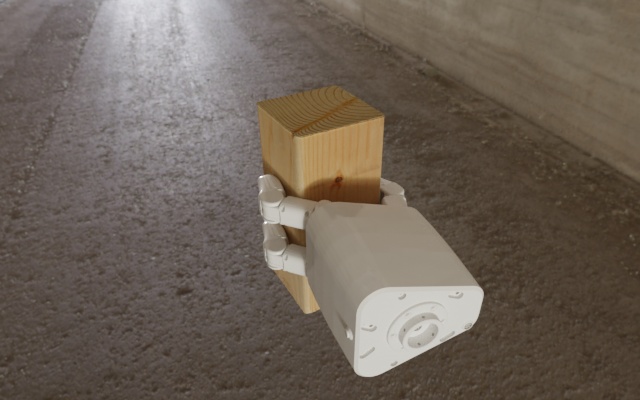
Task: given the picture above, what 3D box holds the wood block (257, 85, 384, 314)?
[{"bbox_3d":[0.001,0.002,0.491,0.091,0.206,0.090,-18,38,-24],"label":"wood block"}]
